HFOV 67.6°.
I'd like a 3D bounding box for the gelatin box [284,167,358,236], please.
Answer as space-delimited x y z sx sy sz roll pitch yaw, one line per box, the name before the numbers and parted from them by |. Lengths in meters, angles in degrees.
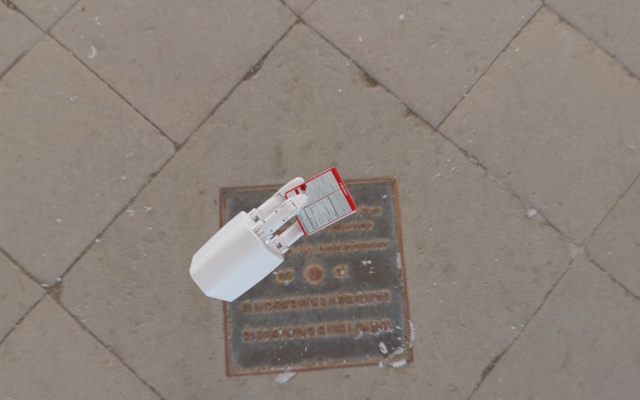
gelatin box | 0.000 0.002 0.718 0.089 0.073 0.030 -28 -6 3
